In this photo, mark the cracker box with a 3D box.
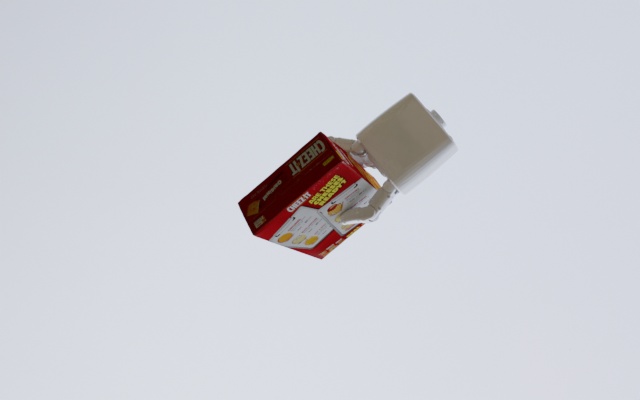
[{"bbox_3d":[0.000,0.003,0.744,0.164,0.072,0.214,-40,-29,11],"label":"cracker box"}]
